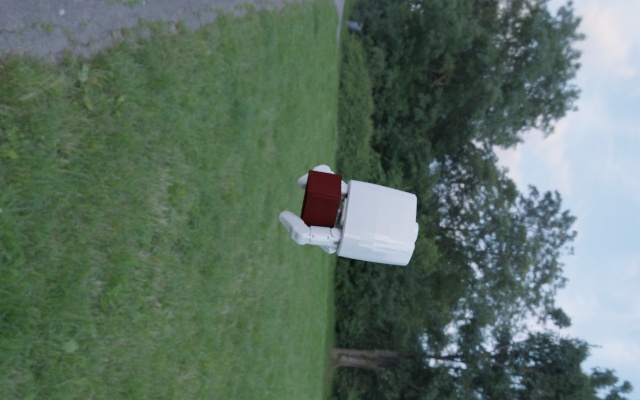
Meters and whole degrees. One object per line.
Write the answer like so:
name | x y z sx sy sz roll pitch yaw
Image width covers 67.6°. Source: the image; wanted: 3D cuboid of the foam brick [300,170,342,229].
foam brick | 0.000 0.002 0.706 0.051 0.078 0.053 10 43 -3
